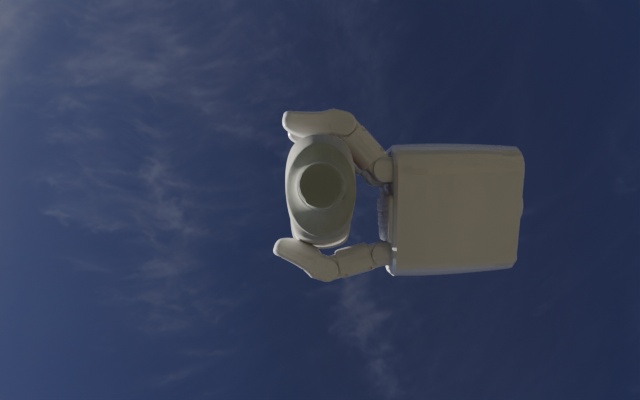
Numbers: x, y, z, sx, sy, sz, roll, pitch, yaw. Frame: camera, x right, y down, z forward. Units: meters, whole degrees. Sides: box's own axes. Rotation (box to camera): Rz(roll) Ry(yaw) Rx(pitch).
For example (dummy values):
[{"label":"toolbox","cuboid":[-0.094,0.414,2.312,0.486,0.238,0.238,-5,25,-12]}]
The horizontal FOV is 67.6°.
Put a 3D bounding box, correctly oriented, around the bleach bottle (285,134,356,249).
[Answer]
[{"label":"bleach bottle","cuboid":[0.000,0.001,0.428,0.068,0.102,0.251,-2,-1,0]}]
